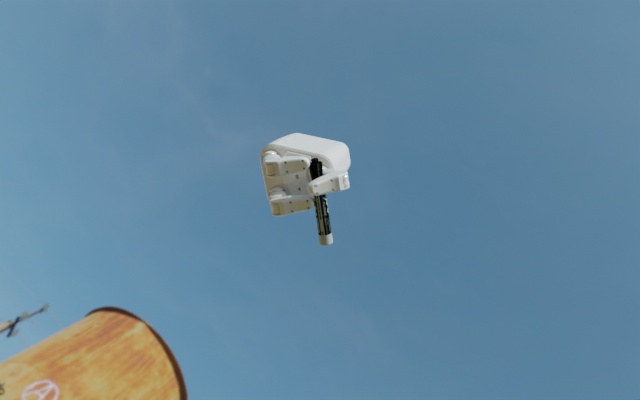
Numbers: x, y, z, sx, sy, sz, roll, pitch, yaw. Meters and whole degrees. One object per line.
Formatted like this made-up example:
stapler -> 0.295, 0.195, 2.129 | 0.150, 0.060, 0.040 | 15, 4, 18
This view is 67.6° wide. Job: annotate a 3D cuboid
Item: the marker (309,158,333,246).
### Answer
marker -> 0.000, 0.002, 0.645 | 0.020, 0.121, 0.020 | -7, 17, 2
